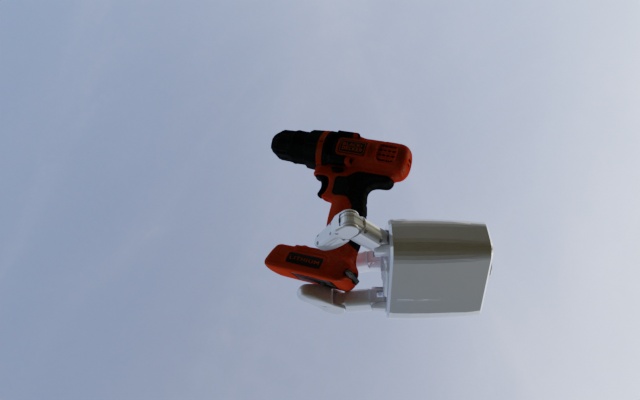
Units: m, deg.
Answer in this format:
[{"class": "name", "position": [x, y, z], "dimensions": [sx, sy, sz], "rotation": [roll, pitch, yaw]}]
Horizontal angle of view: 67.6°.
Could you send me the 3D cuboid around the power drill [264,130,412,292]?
[{"class": "power drill", "position": [0.000, 0.002, 0.568], "dimensions": [0.184, 0.187, 0.057], "rotation": [11, -18, 25]}]
